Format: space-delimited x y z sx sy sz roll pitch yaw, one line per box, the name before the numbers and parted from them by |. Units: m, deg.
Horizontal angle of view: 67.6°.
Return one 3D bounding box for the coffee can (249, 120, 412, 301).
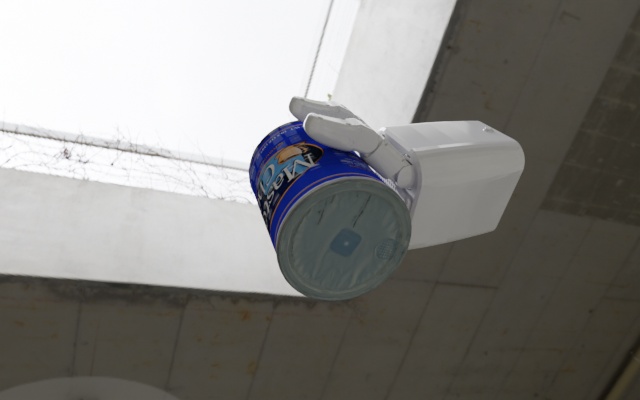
coffee can | 0.000 0.001 0.403 0.103 0.103 0.140 0 26 -18
